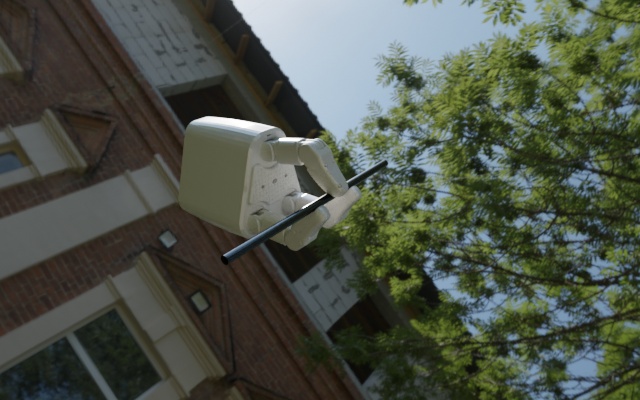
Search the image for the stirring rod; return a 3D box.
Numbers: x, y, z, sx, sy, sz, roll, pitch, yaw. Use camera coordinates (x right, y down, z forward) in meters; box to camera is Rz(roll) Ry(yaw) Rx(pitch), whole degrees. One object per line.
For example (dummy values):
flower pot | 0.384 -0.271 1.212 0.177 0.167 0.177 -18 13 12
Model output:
stirring rod | 0.000 0.001 0.440 0.011 0.011 0.239 0 21 39
